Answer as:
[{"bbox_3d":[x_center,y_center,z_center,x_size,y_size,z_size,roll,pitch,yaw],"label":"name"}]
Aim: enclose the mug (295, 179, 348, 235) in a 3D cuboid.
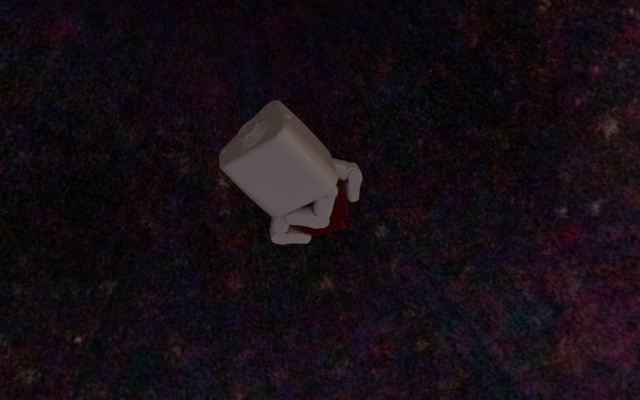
[{"bbox_3d":[0.001,0.003,0.696,0.093,0.081,0.117,-37,-55,14],"label":"mug"}]
